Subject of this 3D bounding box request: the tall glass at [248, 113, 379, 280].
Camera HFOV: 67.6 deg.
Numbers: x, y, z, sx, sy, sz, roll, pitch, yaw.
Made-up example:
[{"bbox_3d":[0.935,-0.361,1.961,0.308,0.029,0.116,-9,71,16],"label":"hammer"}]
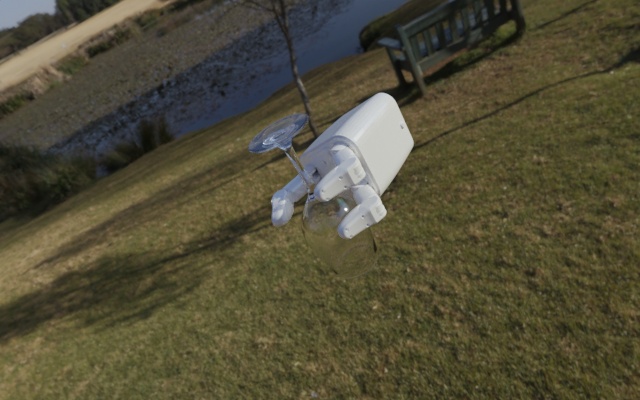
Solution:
[{"bbox_3d":[0.000,0.001,0.558,0.079,0.201,0.079,-24,28,13],"label":"tall glass"}]
